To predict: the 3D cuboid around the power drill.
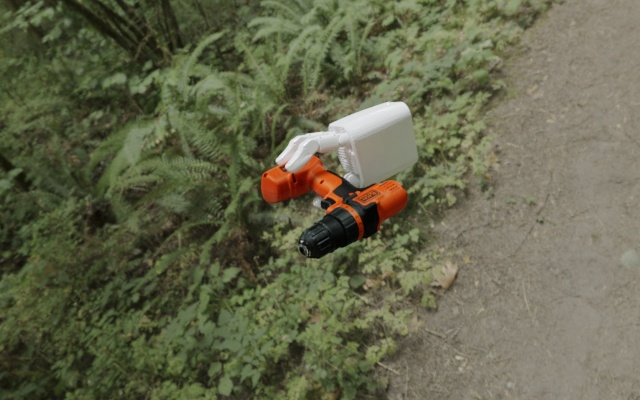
[{"bbox_3d":[0.000,0.002,0.676,0.184,0.057,0.187,-26,39,-34],"label":"power drill"}]
